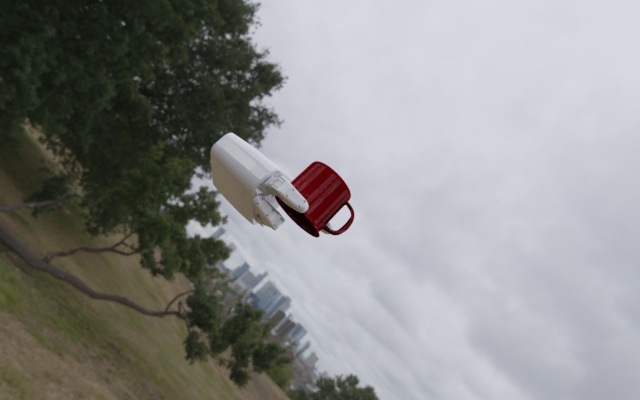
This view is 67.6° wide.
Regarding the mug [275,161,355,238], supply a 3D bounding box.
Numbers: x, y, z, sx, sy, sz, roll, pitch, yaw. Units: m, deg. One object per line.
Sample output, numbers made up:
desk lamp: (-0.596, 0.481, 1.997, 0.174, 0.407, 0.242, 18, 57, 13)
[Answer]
mug: (0.001, 0.003, 0.714, 0.117, 0.081, 0.093, 40, -16, 19)
